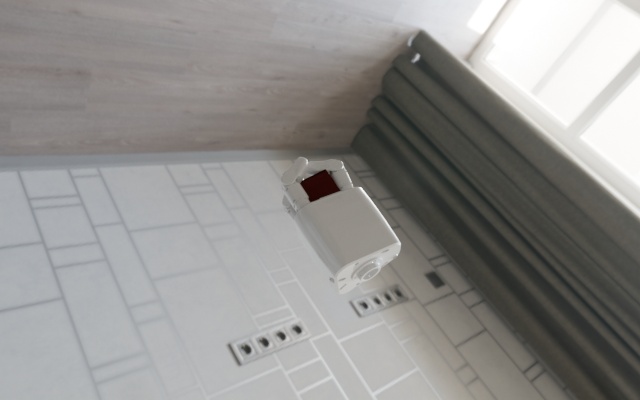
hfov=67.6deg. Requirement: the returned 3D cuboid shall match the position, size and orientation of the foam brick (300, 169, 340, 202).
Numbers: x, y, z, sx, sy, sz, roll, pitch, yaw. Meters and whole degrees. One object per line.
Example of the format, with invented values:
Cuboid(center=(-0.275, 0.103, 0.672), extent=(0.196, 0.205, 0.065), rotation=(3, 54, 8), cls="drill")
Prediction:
Cuboid(center=(0.000, 0.002, 0.718), extent=(0.053, 0.051, 0.078), rotation=(-27, -30, -10), cls="foam brick")
